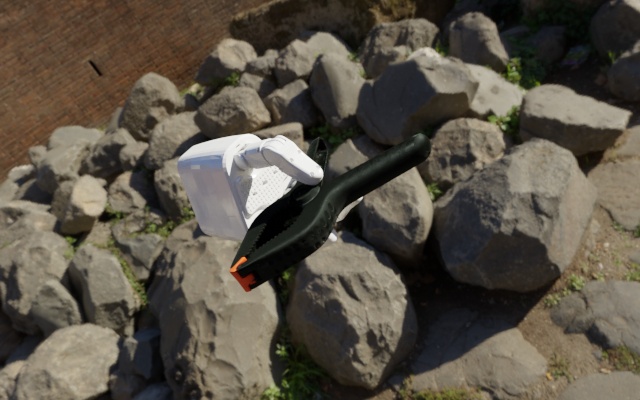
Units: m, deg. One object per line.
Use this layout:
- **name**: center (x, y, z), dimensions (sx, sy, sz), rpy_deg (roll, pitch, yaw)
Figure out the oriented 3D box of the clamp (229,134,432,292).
- **clamp**: center (-0.001, 0.001, 0.451), dimensions (0.164, 0.036, 0.210), rpy_deg (-1, 41, 46)
